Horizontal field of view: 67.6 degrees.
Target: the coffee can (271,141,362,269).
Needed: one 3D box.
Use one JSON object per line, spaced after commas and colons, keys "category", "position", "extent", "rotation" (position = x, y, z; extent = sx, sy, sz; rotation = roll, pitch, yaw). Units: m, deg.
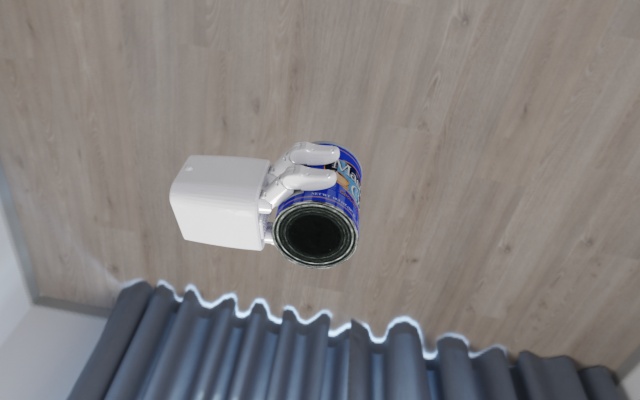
{"category": "coffee can", "position": [0.000, 0.002, 0.610], "extent": [0.103, 0.103, 0.140], "rotation": [0, 36, 7]}
